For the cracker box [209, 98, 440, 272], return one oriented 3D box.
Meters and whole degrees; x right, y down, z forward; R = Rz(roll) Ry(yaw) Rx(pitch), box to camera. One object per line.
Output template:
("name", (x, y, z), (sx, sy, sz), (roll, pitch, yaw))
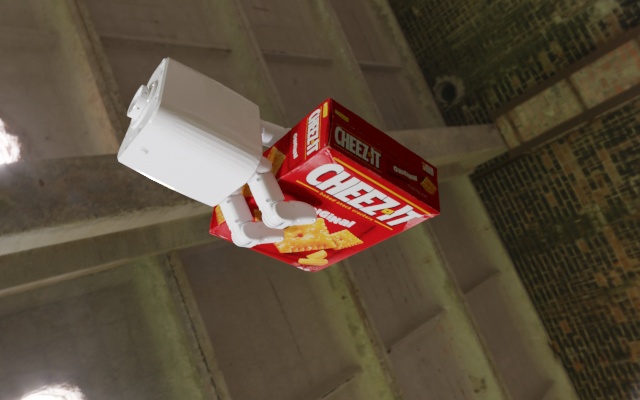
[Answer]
("cracker box", (0.000, 0.002, 0.544), (0.164, 0.072, 0.214), (26, -40, -32))
